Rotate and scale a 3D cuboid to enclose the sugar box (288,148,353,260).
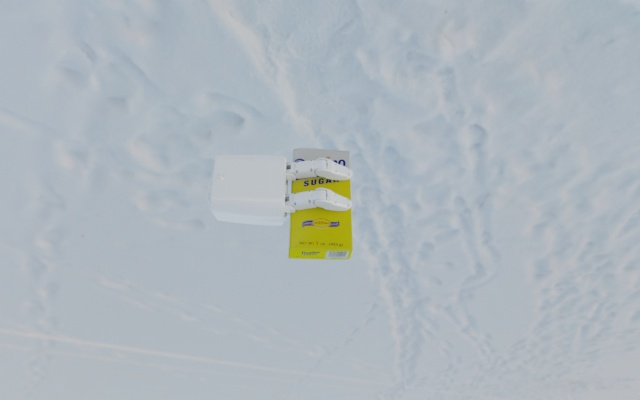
[{"bbox_3d":[0.000,0.002,0.730,0.093,0.176,0.048,2,-28,-5],"label":"sugar box"}]
